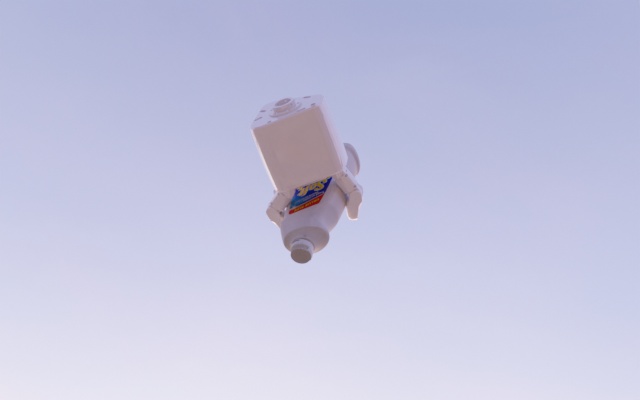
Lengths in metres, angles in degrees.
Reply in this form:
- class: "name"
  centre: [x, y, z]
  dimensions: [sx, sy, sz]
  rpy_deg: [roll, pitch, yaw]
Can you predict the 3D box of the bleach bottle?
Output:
- class: "bleach bottle"
  centre: [0.000, 0.002, 0.738]
  dimensions: [0.102, 0.068, 0.250]
  rpy_deg: [-12, 32, 18]
